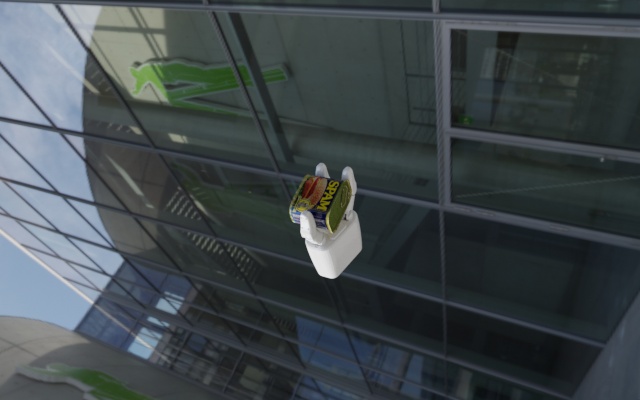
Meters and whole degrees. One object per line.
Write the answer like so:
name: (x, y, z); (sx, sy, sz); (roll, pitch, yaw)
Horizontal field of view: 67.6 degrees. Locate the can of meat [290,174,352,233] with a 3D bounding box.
can of meat: (0.000, 0.003, 0.886); (0.084, 0.102, 0.057); (11, -34, 24)
